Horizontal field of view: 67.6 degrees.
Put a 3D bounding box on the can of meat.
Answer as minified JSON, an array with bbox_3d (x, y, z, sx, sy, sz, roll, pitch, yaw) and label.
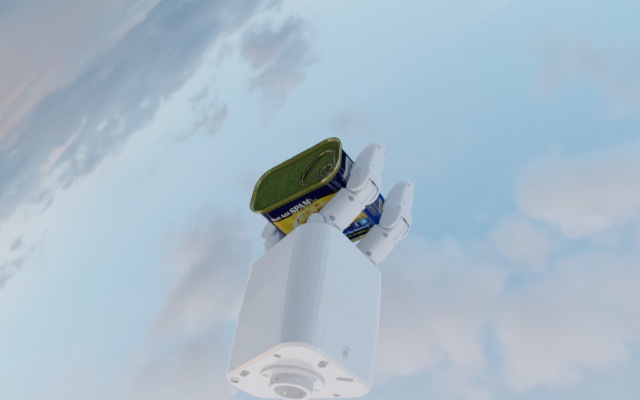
[{"bbox_3d":[0.000,0.002,0.451,0.102,0.057,0.084,-25,-53,28],"label":"can of meat"}]
